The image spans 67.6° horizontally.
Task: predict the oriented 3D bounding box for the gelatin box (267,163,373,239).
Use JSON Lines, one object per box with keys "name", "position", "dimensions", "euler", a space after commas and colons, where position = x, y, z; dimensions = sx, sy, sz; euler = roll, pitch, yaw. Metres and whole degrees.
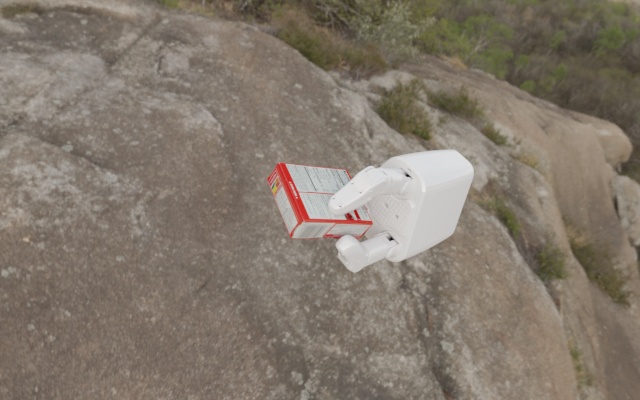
{"name": "gelatin box", "position": [0.000, 0.001, 0.471], "dimensions": [0.089, 0.073, 0.030], "euler": [4, -42, -37]}
